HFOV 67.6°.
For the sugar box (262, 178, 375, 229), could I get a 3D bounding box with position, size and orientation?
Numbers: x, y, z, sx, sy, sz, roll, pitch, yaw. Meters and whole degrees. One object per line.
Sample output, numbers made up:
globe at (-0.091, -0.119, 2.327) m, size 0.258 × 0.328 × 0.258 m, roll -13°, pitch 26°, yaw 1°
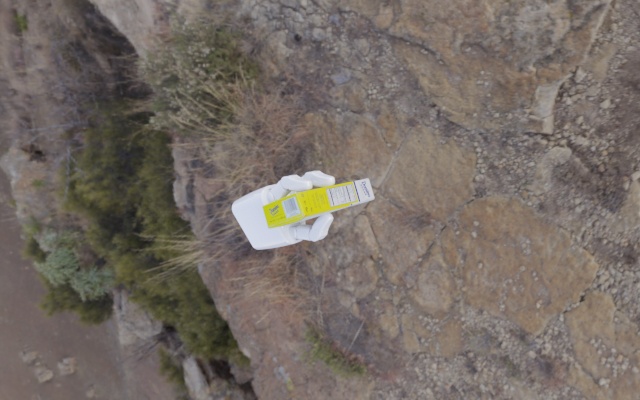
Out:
sugar box at (0.000, 0.002, 0.807) m, size 0.176 × 0.048 × 0.093 m, roll -17°, pitch -1°, yaw -45°
